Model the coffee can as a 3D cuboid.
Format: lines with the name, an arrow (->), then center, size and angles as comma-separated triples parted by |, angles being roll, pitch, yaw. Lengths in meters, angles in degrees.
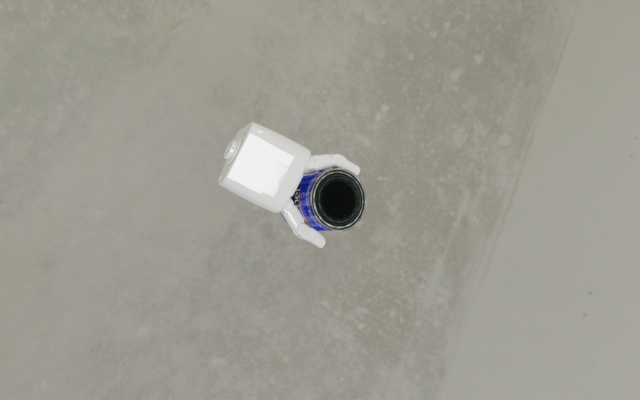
coffee can -> 0.000, 0.003, 0.822 | 0.103, 0.103, 0.140 | 0, -3, -26
